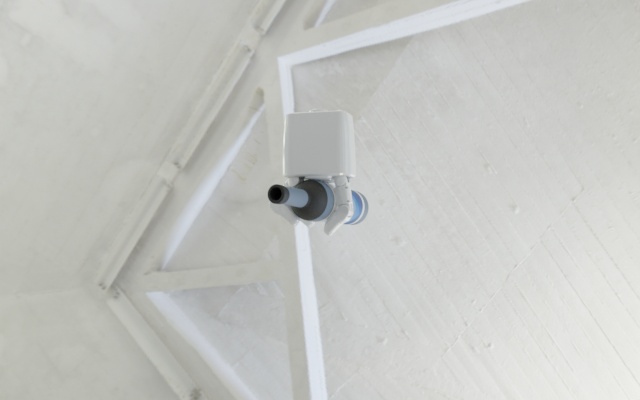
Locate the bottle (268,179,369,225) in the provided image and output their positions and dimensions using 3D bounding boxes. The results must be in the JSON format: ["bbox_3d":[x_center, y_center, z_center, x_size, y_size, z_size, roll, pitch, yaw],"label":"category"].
[{"bbox_3d":[0.000,0.003,0.790,0.069,0.069,0.296,0,-5,25],"label":"bottle"}]
